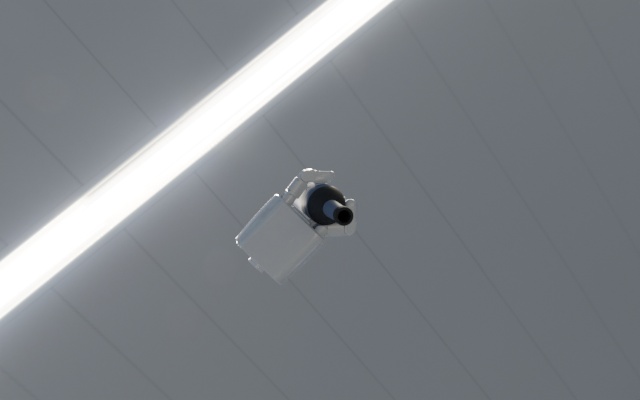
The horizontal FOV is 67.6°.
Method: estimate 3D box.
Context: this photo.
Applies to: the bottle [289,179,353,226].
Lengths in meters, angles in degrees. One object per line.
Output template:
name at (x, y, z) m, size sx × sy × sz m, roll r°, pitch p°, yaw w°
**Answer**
bottle at (0.000, 0.003, 0.821) m, size 0.069 × 0.069 × 0.295 m, roll 0°, pitch 8°, yaw -14°
